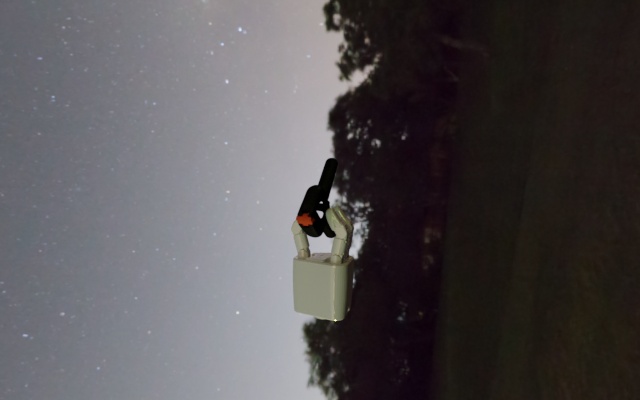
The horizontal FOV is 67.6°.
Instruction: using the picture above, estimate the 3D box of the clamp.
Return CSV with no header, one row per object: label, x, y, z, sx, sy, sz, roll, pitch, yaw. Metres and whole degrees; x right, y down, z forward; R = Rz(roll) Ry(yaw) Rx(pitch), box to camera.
clamp,-0.001,0.003,0.887,0.036,0.164,0.210,2,5,15
